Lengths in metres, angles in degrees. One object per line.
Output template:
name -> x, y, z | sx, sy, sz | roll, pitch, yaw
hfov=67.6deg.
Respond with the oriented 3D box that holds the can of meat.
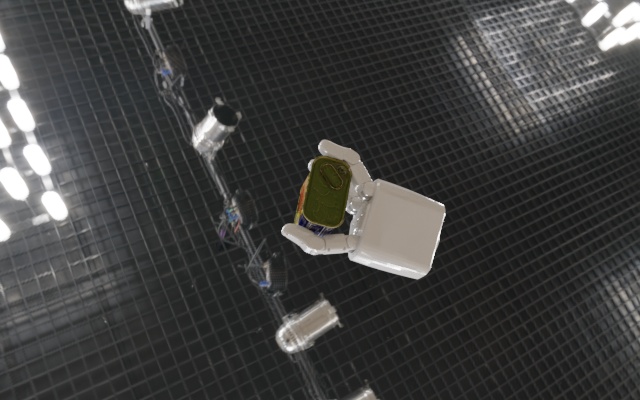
can of meat -> 0.000, 0.002, 0.670 | 0.057, 0.102, 0.084 | 15, -26, -9
